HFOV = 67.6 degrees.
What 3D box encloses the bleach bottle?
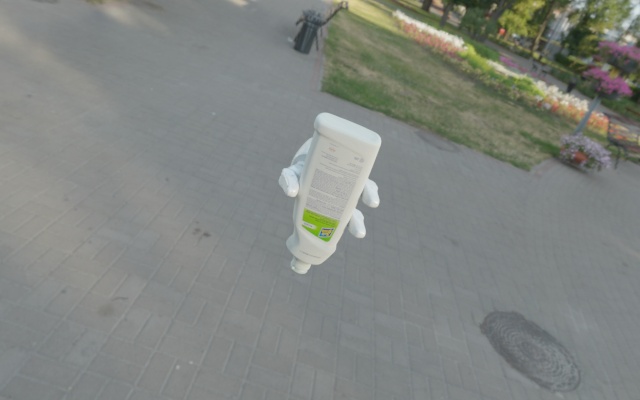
[{"bbox_3d":[0.000,0.002,0.725,0.102,0.251,0.068,22,25,0],"label":"bleach bottle"}]
